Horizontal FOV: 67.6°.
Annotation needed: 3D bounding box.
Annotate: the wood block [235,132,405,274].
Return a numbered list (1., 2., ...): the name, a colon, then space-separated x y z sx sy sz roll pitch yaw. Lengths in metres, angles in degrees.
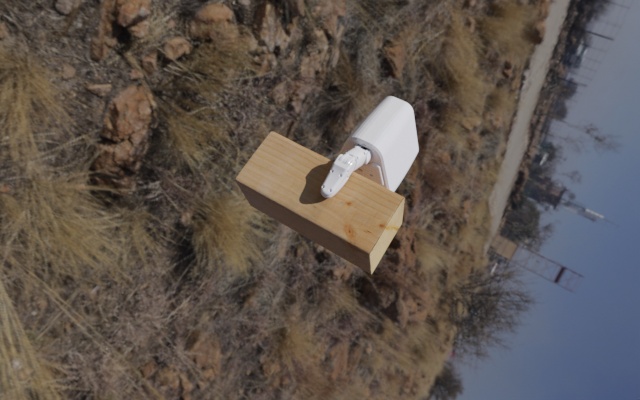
1. wood block: 0.000 0.002 0.650 0.206 0.090 0.091 28 -19 18
